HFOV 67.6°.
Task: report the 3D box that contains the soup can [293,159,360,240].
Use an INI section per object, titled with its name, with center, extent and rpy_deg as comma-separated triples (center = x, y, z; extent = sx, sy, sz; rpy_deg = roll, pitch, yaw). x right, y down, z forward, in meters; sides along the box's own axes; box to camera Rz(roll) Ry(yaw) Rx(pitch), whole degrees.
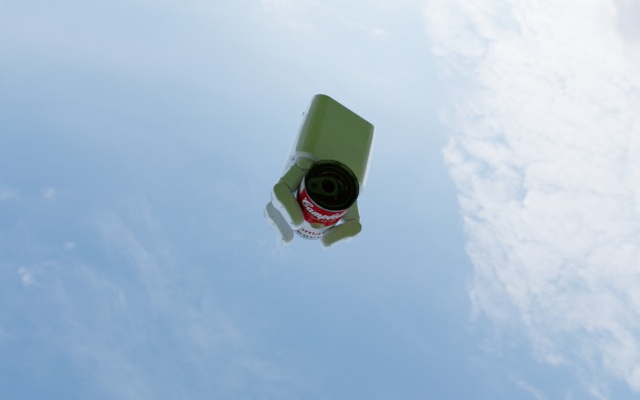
[soup can]
center = 0.000, 0.003, 0.602
extent = 0.068, 0.068, 0.102
rpy_deg = 0, -24, -17
